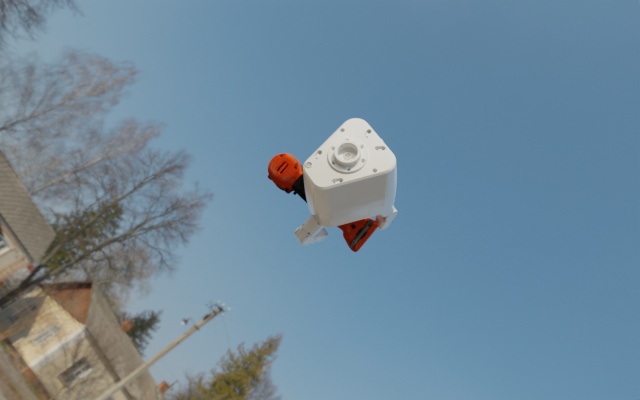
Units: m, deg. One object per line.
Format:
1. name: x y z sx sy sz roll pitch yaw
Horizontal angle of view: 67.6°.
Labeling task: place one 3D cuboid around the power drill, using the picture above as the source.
1. power drill: 0.000 0.003 0.758 0.187 0.057 0.184 38 0 4
